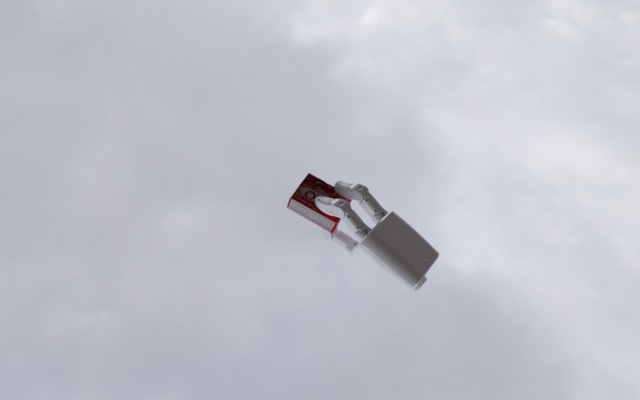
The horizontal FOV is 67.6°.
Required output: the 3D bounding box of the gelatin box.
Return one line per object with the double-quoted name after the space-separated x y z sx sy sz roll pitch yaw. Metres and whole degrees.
0.000 0.003 0.792 0.089 0.030 0.073 29 45 4 "gelatin box"
